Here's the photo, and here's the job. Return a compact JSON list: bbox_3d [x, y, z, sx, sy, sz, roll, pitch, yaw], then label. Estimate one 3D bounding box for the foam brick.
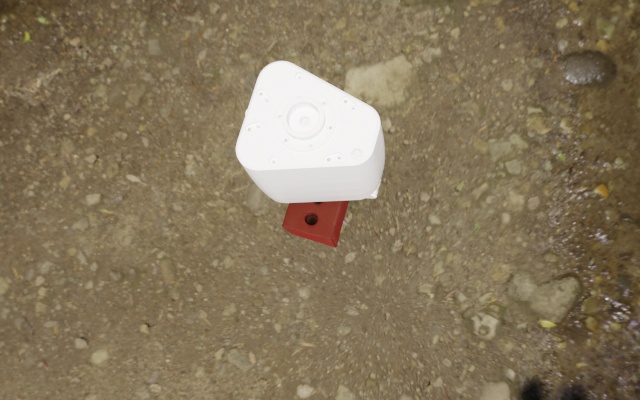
[{"bbox_3d":[0.000,0.002,0.485,0.053,0.078,0.051,14,-9,10],"label":"foam brick"}]
